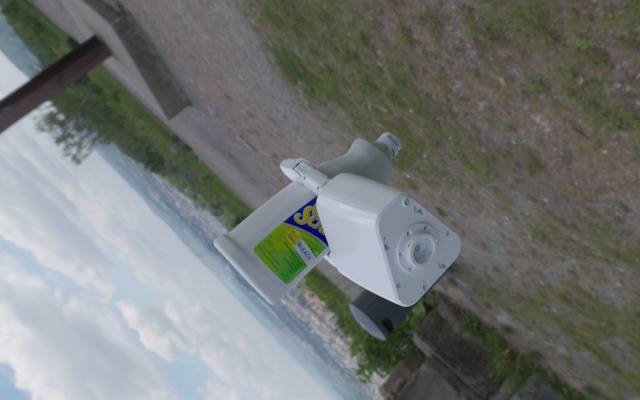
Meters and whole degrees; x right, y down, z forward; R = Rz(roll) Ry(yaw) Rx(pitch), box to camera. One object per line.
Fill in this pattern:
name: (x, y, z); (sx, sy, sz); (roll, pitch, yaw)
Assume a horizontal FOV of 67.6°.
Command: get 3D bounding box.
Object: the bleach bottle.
bleach bottle: (0.000, 0.002, 0.573); (0.251, 0.103, 0.068); (-44, 29, -14)
